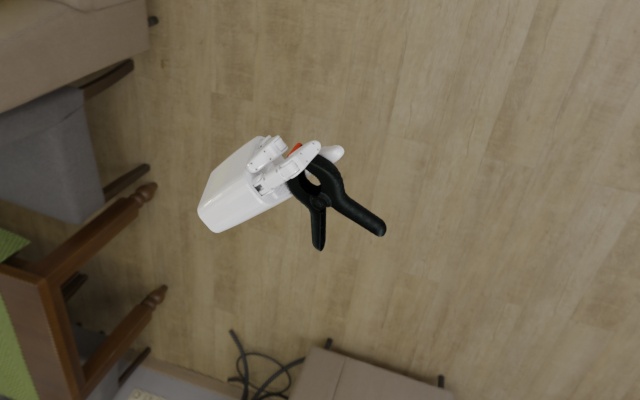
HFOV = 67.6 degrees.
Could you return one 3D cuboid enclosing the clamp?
[{"bbox_3d":[0.000,0.002,0.665,0.120,0.171,0.039,-29,17,31],"label":"clamp"}]
